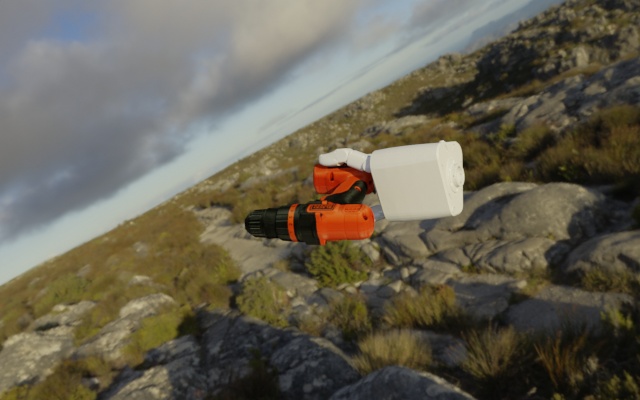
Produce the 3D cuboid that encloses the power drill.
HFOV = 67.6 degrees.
[{"bbox_3d":[0.000,0.002,0.710,0.184,0.057,0.187,0,27,18],"label":"power drill"}]
